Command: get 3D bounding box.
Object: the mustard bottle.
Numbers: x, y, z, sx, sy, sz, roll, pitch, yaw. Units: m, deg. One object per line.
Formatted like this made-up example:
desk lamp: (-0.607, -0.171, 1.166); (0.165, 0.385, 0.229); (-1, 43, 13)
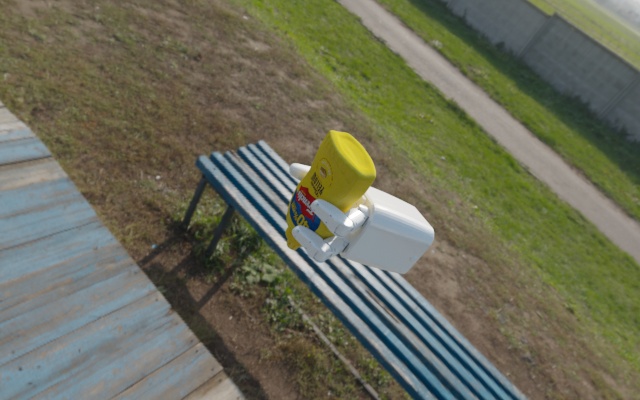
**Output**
mustard bottle: (0.000, 0.002, 0.675); (0.058, 0.096, 0.192); (2, -46, -37)
